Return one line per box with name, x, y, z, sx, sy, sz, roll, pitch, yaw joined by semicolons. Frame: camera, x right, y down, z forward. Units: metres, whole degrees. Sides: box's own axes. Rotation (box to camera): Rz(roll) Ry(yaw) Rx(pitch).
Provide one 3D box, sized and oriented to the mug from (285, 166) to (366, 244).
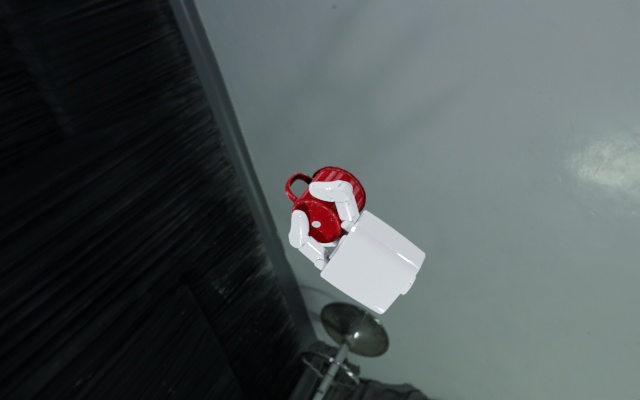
mug;-0.001;0.002;0.706;0.081;0.117;0.093;-53;-2;-44
